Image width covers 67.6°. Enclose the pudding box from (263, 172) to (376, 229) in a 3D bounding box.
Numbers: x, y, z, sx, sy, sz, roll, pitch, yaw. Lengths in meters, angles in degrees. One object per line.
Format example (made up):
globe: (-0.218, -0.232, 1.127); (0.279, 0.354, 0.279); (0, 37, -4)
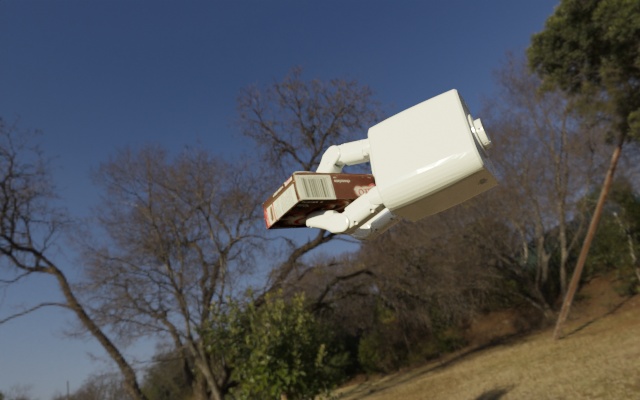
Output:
pudding box: (0.000, 0.002, 0.570); (0.113, 0.039, 0.090); (2, -25, -31)
